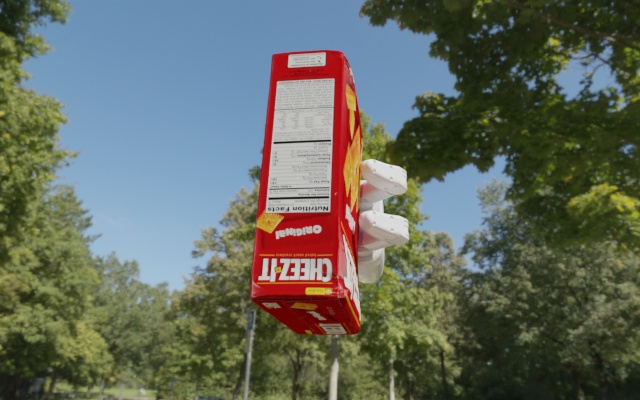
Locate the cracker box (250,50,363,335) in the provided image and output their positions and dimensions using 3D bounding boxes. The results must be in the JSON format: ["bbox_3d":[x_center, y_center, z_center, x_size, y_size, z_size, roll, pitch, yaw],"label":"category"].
[{"bbox_3d":[0.000,0.001,0.433,0.072,0.213,0.164,-2,-24,9],"label":"cracker box"}]
